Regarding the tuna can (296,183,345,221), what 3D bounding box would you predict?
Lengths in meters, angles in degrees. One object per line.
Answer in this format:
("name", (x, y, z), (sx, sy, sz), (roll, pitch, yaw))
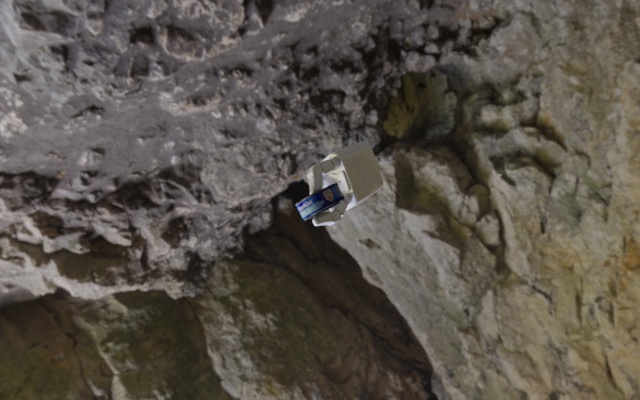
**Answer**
("tuna can", (0.000, 0.003, 0.860), (0.086, 0.034, 0.086), (-28, -4, -2))
